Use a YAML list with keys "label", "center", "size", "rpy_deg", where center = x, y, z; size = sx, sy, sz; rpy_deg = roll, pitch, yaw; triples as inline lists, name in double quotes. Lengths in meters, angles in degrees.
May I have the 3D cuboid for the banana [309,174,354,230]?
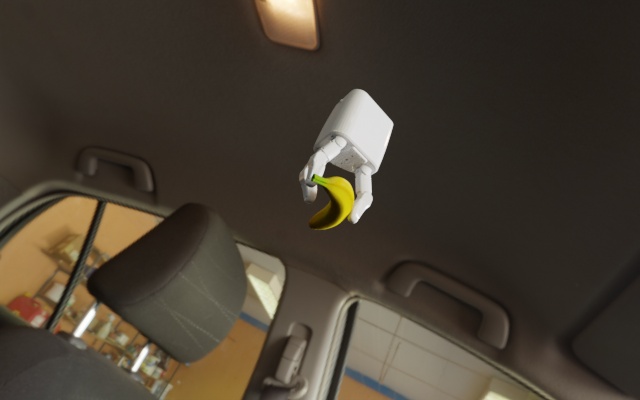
- label: "banana"
  center: [0.018, 0.006, 0.781]
  size: [0.069, 0.037, 0.198]
  rpy_deg: [16, -26, 5]
